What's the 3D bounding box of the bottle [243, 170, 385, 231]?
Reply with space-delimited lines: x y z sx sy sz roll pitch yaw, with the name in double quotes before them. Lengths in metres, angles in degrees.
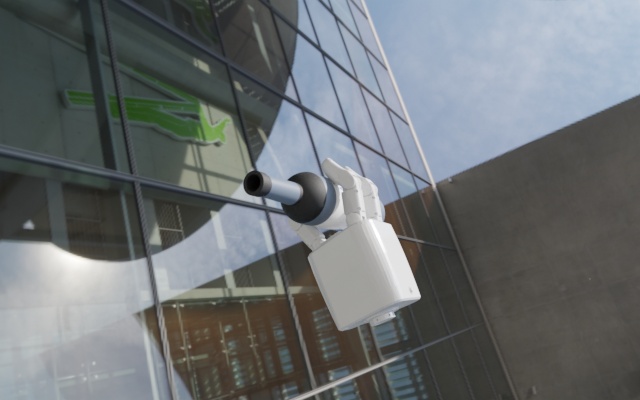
"bottle" 0.000 0.002 0.631 0.069 0.069 0.296 0 -8 29
